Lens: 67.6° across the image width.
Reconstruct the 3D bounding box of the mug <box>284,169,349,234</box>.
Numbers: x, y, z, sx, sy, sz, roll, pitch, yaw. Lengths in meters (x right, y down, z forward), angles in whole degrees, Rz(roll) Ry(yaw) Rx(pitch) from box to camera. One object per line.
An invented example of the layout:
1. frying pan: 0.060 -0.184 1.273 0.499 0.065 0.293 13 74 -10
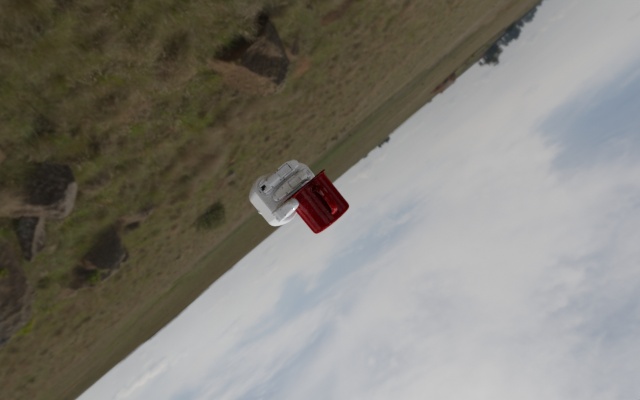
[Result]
1. mug: 0.001 0.003 0.833 0.093 0.081 0.117 -40 4 -18
